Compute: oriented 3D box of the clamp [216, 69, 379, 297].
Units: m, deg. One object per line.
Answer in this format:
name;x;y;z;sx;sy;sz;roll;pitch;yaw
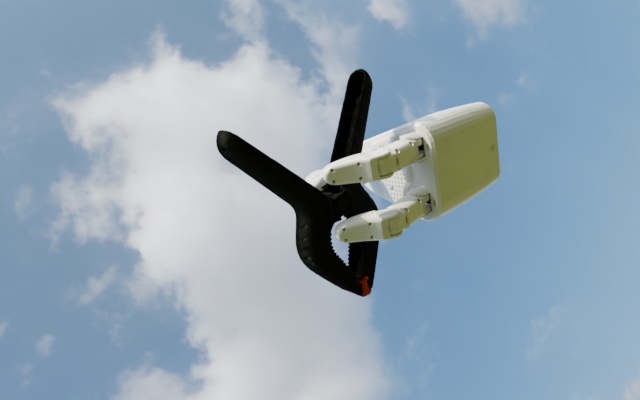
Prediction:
clamp;0.000;0.002;0.434;0.164;0.210;0.036;-24;21;-32
